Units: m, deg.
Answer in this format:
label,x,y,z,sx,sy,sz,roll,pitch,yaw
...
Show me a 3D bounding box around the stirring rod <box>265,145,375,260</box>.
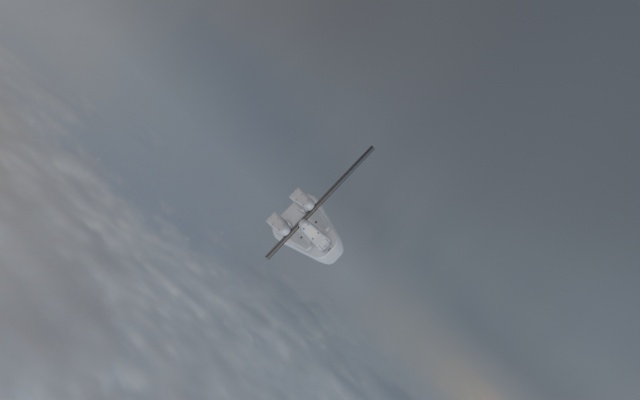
label,x,y,z,sx,sy,sz,roll,pitch,yaw
stirring rod,0.000,0.002,0.746,0.011,0.239,0.011,44,-4,4
